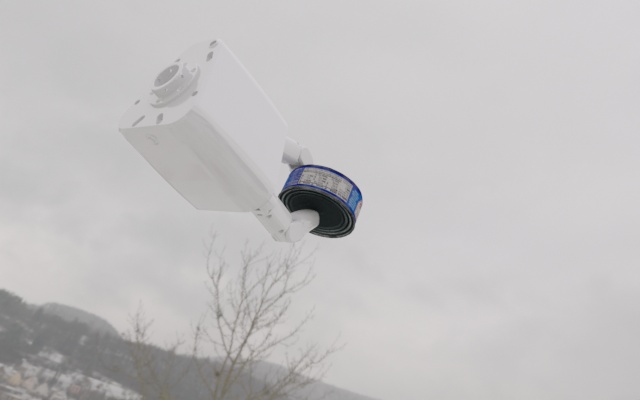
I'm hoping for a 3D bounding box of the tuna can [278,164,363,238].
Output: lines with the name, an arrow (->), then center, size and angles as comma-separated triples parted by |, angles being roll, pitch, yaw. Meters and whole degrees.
tuna can -> 0.000, 0.001, 0.500 | 0.086, 0.033, 0.086 | 16, -33, 11
